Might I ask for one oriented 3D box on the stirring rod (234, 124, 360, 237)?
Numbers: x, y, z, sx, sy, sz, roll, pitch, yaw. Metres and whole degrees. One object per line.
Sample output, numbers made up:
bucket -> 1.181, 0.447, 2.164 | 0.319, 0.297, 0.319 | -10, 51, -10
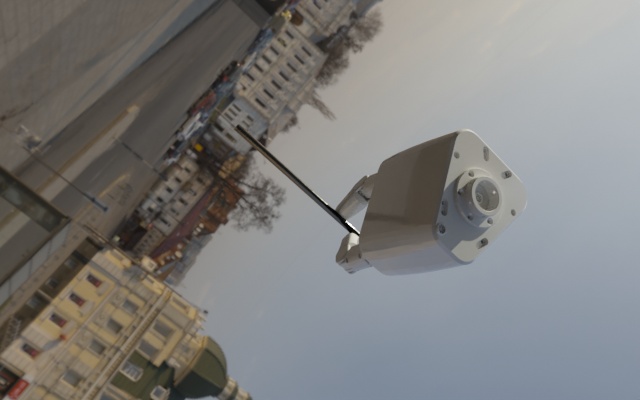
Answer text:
stirring rod -> 0.000, 0.002, 0.521 | 0.239, 0.011, 0.011 | 42, -11, -13
